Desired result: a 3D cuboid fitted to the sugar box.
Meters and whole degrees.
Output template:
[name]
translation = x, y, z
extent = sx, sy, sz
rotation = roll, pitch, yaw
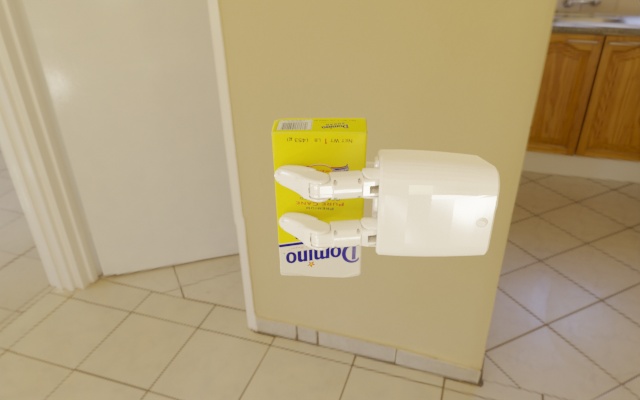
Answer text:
[sugar box]
translation = 0.000, 0.002, 0.505
extent = 0.093, 0.176, 0.048
rotation = 1, 29, 3
